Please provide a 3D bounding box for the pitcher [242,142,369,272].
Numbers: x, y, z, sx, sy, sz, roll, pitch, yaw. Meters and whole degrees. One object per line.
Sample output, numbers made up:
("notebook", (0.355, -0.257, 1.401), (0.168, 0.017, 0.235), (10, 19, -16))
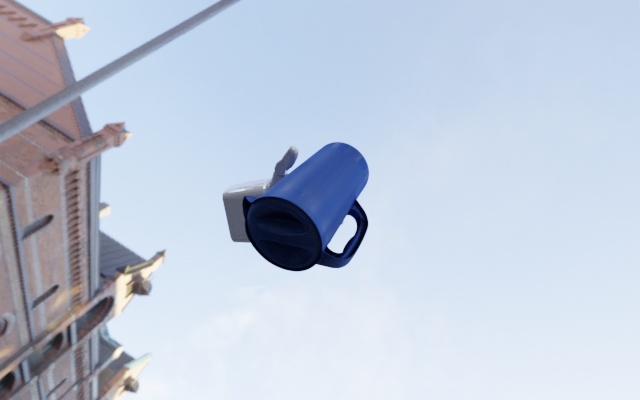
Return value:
("pitcher", (0.000, 0.003, 0.792), (0.145, 0.149, 0.242), (-9, 25, 34))
